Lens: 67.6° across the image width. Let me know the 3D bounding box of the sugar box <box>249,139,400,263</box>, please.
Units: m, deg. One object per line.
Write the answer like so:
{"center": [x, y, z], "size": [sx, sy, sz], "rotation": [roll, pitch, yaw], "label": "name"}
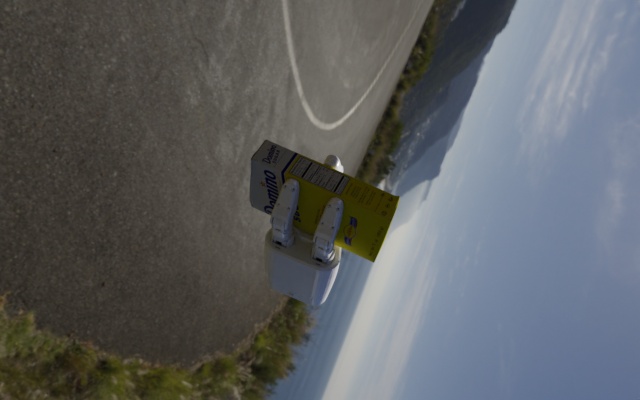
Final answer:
{"center": [0.000, 0.002, 0.576], "size": [0.176, 0.048, 0.093], "rotation": [22, -39, 9], "label": "sugar box"}
